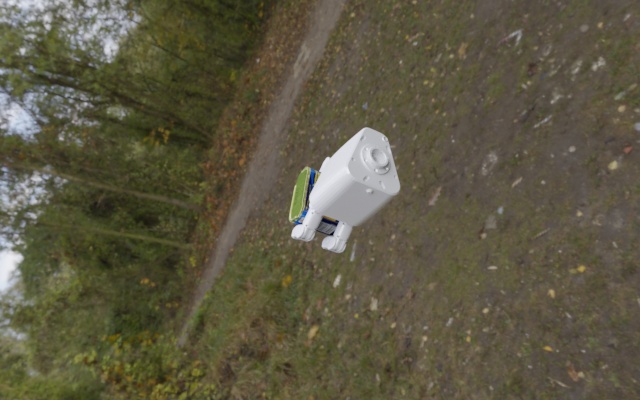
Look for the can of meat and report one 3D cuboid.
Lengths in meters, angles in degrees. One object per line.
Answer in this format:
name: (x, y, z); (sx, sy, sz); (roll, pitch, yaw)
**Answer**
can of meat: (0.000, 0.002, 0.797); (0.084, 0.102, 0.057); (21, -33, -20)
